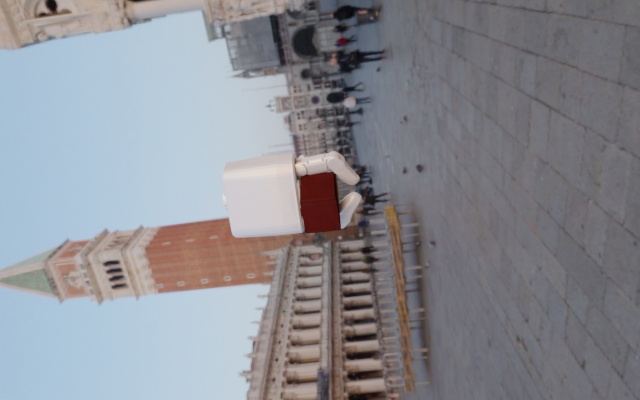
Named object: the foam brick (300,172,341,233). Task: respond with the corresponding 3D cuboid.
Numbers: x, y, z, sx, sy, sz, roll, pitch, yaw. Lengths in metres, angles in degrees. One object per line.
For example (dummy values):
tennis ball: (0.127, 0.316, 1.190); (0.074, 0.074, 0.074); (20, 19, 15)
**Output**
foam brick: (0.000, 0.002, 0.671); (0.051, 0.053, 0.078); (-6, 32, 3)
